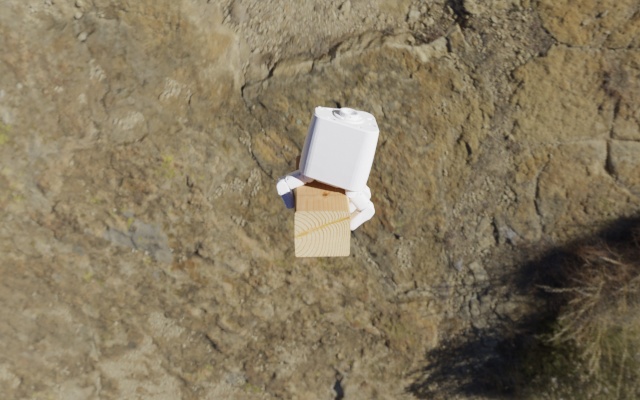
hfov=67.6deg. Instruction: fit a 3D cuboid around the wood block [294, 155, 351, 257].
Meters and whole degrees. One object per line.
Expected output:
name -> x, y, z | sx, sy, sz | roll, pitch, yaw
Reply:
wood block -> 0.000, 0.003, 0.849 | 0.091, 0.090, 0.206 | 0, 30, -1
